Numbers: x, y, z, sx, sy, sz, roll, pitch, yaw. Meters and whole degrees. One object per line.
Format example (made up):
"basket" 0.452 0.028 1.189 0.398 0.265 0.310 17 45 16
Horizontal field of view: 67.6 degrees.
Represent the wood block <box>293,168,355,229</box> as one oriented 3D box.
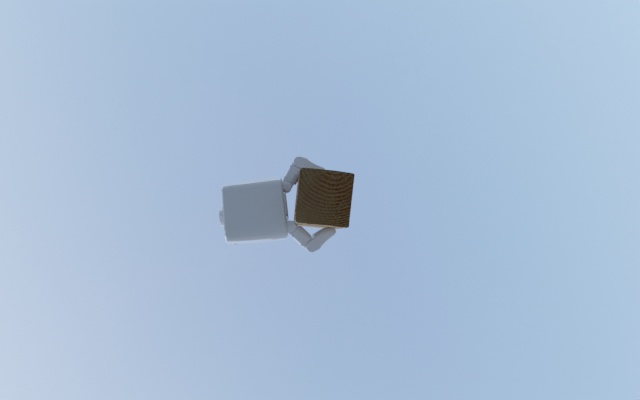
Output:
"wood block" 0.000 0.002 0.859 0.090 0.091 0.206 6 -4 -4
